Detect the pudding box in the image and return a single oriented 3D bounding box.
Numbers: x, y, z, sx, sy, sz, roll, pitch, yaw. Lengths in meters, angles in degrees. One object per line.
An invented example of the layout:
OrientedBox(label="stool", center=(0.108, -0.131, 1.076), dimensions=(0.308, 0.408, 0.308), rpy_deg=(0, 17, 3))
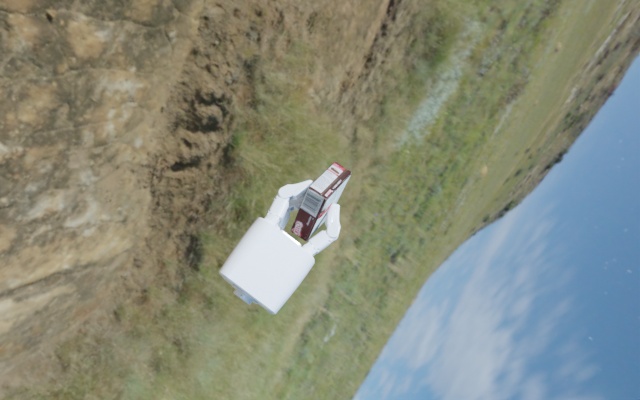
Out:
OrientedBox(label="pudding box", center=(0.000, 0.003, 0.792), dimensions=(0.039, 0.114, 0.090), rpy_deg=(35, 45, 8))
